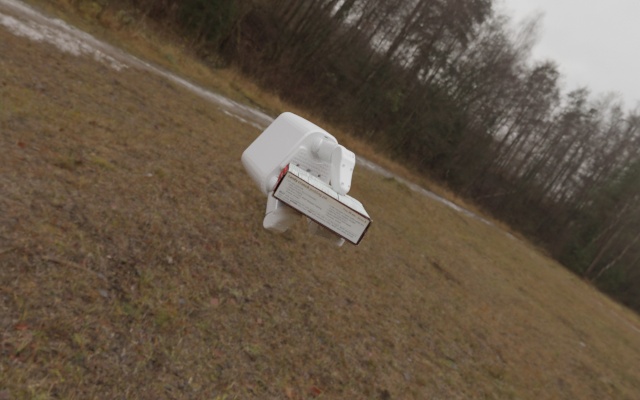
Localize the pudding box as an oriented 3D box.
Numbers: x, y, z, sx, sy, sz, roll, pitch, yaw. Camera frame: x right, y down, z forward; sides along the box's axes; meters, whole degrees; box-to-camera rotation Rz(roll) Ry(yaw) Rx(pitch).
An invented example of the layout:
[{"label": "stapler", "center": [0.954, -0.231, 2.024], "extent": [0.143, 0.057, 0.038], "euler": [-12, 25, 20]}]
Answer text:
[{"label": "pudding box", "center": [0.000, 0.002, 0.555], "extent": [0.113, 0.039, 0.090], "euler": [29, 8, -7]}]
